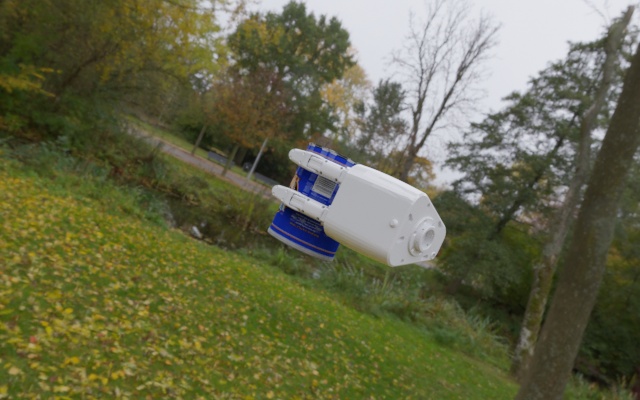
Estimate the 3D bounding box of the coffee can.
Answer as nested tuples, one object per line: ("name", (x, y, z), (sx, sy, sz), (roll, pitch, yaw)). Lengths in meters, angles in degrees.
("coffee can", (0.000, 0.002, 0.682), (0.103, 0.140, 0.103), (25, 1, -1))
